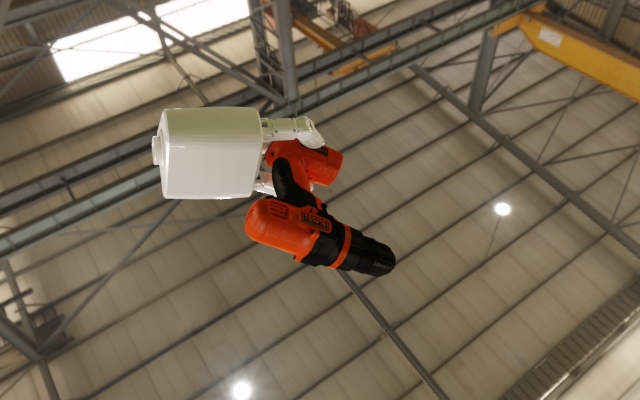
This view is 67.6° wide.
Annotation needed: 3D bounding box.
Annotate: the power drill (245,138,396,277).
[{"bbox_3d":[0.000,0.002,0.583,0.184,0.057,0.187,22,33,-23],"label":"power drill"}]
